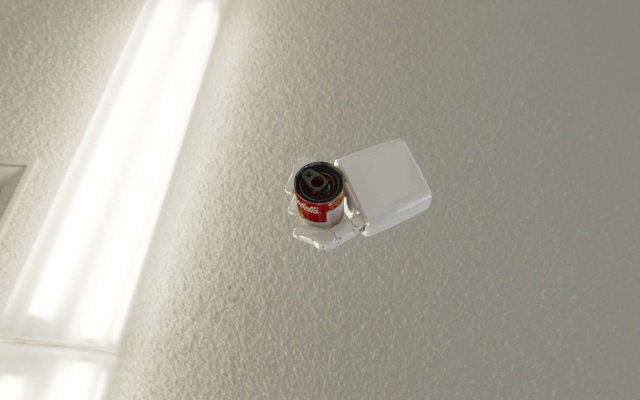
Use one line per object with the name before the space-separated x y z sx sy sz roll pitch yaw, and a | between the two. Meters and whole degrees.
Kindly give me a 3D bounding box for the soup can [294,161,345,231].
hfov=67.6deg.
soup can | 0.000 0.003 0.670 0.068 0.068 0.102 0 -32 2
